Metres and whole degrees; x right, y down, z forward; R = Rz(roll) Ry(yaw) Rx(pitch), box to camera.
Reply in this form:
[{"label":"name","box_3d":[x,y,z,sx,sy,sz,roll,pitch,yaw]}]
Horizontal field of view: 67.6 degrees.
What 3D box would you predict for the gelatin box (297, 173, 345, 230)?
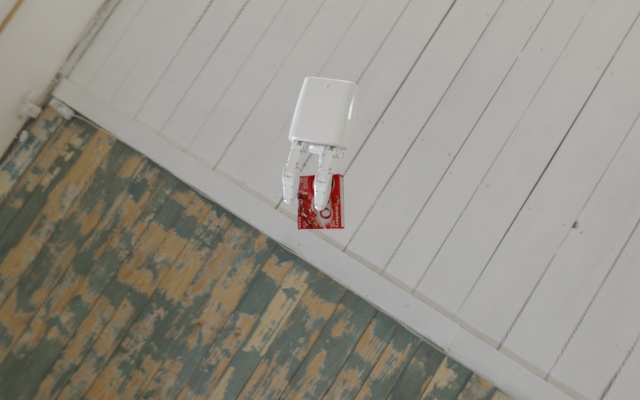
[{"label":"gelatin box","box_3d":[0.000,0.003,0.771,0.073,0.089,0.030,-2,-3,15]}]
